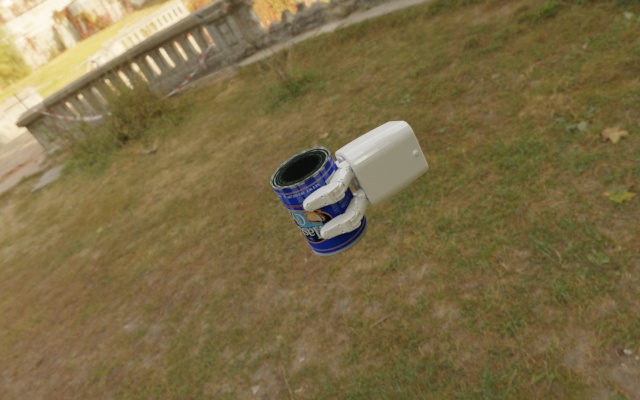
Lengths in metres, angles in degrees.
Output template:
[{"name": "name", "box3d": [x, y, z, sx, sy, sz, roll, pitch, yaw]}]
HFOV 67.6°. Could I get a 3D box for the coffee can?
[{"name": "coffee can", "box3d": [0.000, 0.003, 0.747, 0.103, 0.140, 0.102, -23, 29, 14]}]
